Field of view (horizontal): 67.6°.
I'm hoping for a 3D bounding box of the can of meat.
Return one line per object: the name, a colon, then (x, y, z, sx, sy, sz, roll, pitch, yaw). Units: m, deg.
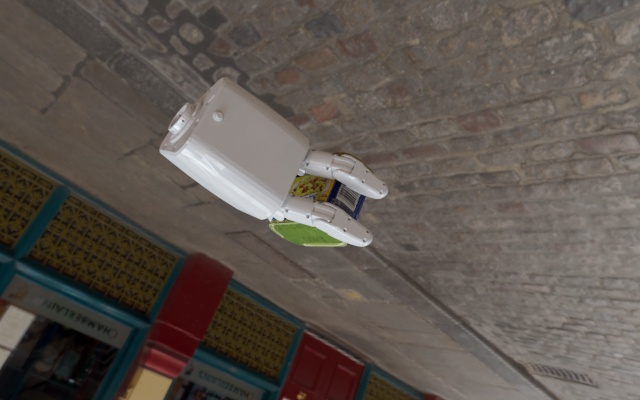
can of meat: (0.000, 0.002, 0.520, 0.102, 0.084, 0.057, -7, -38, 48)
